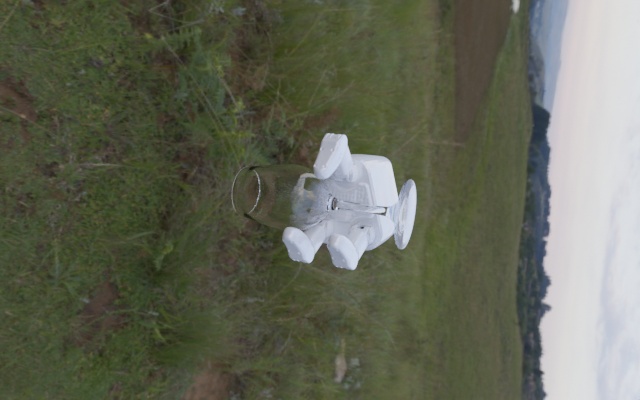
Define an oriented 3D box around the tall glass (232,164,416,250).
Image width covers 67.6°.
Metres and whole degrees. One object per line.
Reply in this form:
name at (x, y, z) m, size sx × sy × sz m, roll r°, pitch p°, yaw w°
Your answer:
tall glass at (0.001, 0.002, 0.537) m, size 0.201 × 0.079 × 0.079 m, roll 8°, pitch 3°, yaw 24°
